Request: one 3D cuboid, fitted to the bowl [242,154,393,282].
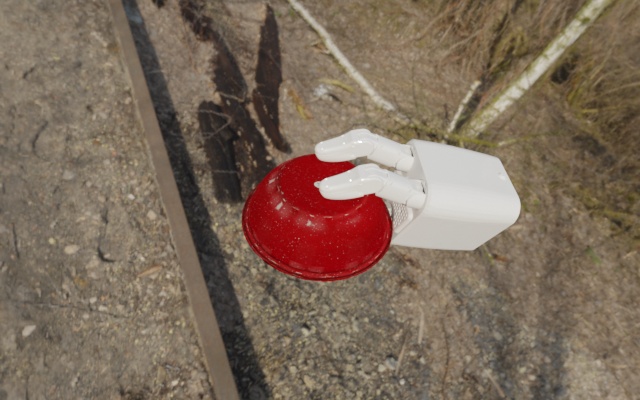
[{"bbox_3d":[-0.001,0.002,0.490,0.162,0.162,0.055,0,-44,-8],"label":"bowl"}]
